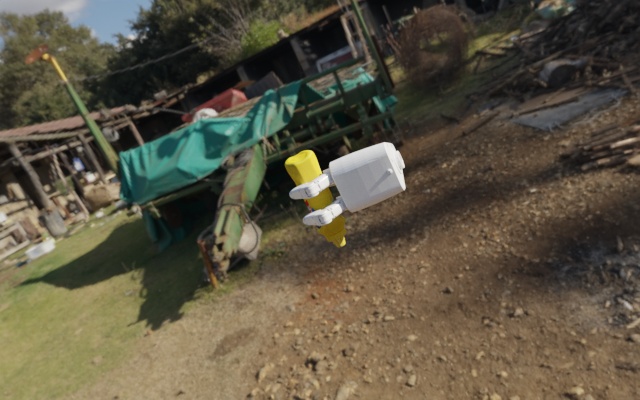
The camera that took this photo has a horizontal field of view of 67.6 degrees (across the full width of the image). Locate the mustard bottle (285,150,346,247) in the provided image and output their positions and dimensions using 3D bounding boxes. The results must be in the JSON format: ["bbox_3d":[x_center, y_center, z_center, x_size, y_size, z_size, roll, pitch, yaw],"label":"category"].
[{"bbox_3d":[0.000,0.003,0.894,0.058,0.192,0.096,-28,15,-6],"label":"mustard bottle"}]
